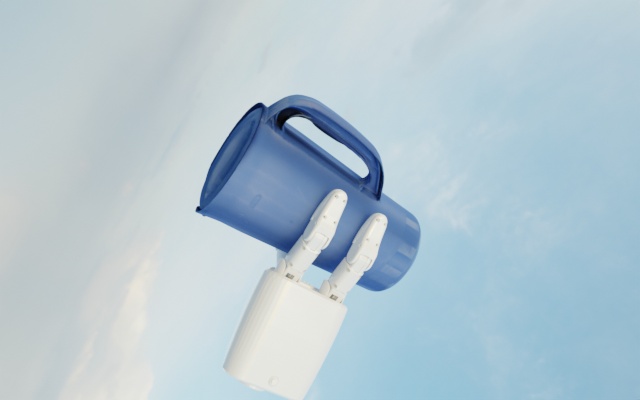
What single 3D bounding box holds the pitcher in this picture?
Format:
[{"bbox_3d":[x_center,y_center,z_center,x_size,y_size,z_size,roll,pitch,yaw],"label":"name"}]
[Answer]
[{"bbox_3d":[0.000,0.002,0.533,0.243,0.145,0.149,30,-13,-23],"label":"pitcher"}]
